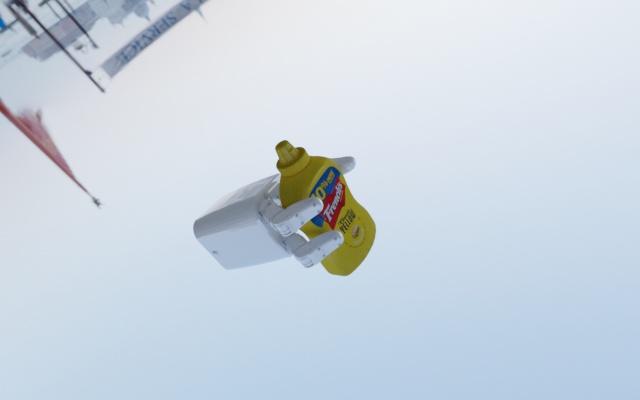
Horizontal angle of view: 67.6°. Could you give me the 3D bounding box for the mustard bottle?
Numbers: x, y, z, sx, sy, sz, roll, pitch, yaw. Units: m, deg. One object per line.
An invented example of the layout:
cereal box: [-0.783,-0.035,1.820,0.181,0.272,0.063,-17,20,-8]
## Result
mustard bottle: [0.000,0.002,0.601,0.058,0.096,0.192,2,-43,44]
